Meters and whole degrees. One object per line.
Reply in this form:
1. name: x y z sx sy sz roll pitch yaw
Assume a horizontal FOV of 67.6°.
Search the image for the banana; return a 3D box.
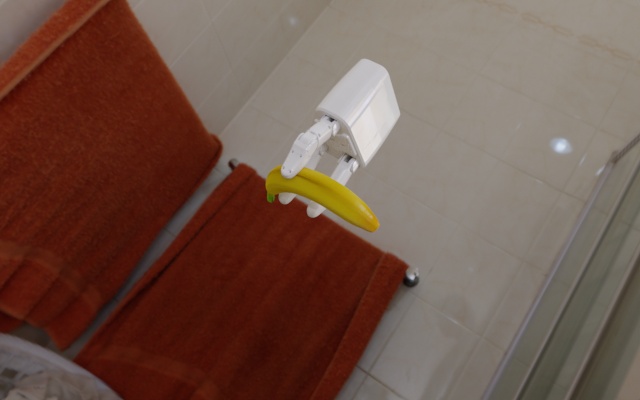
1. banana: -0.010 -0.011 0.610 0.197 0.037 0.070 17 -31 42
